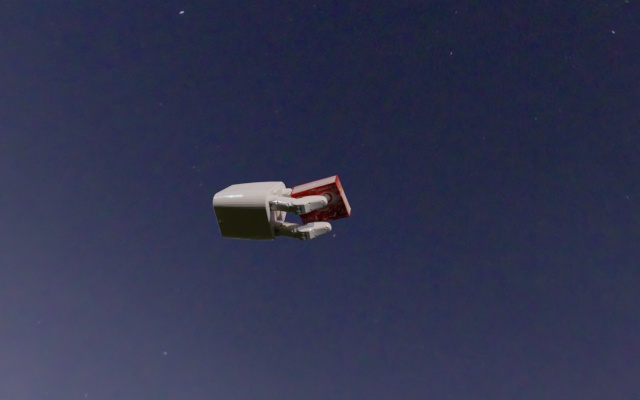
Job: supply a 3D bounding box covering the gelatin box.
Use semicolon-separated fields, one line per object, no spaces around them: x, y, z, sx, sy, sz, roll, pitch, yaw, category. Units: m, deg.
0.001;0.002;0.847;0.089;0.073;0.030;-15;26;17;gelatin box
